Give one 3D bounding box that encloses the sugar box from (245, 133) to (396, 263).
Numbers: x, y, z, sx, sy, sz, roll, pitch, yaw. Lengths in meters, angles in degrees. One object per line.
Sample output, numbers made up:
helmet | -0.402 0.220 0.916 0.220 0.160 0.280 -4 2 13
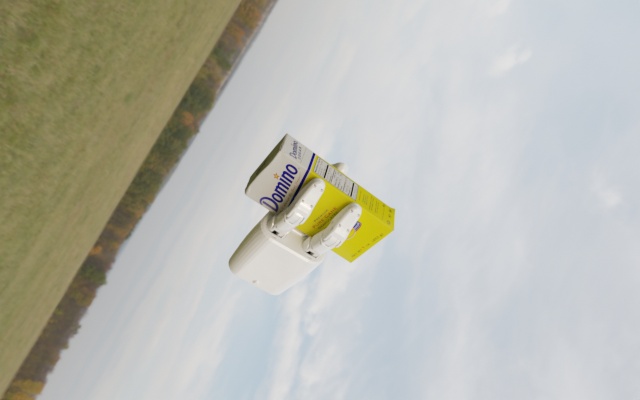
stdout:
sugar box | 0.000 0.002 0.609 0.176 0.048 0.093 32 -50 -17
